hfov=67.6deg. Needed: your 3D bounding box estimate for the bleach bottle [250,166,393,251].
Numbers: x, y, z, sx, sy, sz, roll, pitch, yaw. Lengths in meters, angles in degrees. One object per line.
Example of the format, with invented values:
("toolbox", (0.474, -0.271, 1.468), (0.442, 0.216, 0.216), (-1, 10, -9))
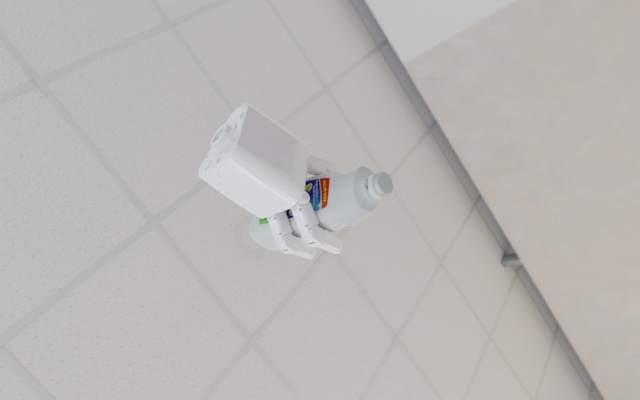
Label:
("bleach bottle", (0.000, 0.002, 0.666), (0.068, 0.102, 0.251), (36, -35, -27))
